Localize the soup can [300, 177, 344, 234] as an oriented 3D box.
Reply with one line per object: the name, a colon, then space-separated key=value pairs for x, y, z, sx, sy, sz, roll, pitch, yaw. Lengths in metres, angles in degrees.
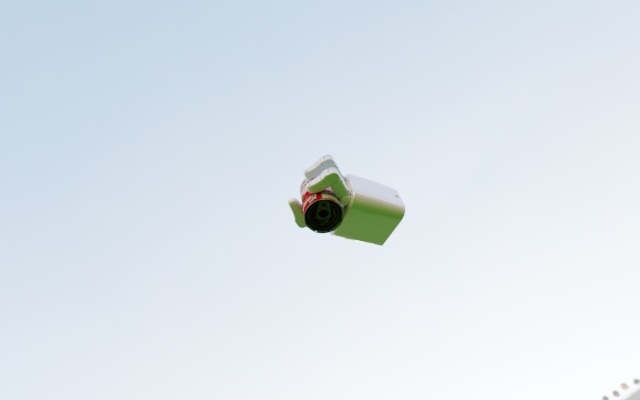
soup can: x=0.000 y=0.003 z=0.847 sx=0.068 sy=0.068 sz=0.102 roll=0 pitch=29 yaw=-8
